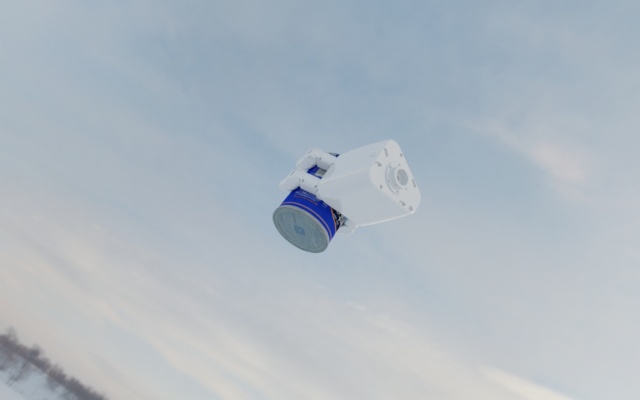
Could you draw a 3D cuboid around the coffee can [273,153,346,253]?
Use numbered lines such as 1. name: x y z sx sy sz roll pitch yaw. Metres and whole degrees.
1. coffee can: 0.000 0.003 0.798 0.103 0.103 0.140 0 42 41
